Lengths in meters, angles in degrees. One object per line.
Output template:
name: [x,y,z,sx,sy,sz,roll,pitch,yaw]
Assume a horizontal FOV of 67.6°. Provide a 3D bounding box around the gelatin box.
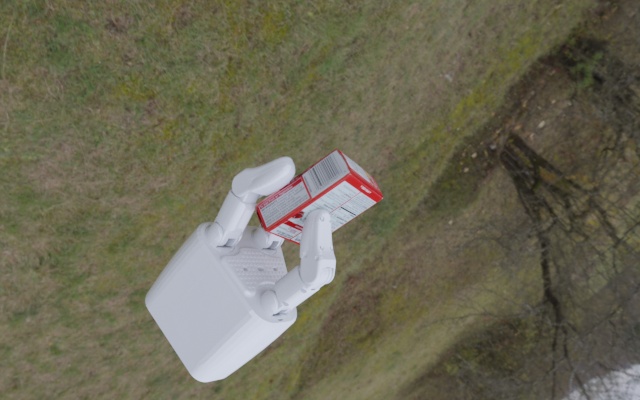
gelatin box: [0.001,0.002,0.411,0.089,0.030,0.073,-34,-29,16]
